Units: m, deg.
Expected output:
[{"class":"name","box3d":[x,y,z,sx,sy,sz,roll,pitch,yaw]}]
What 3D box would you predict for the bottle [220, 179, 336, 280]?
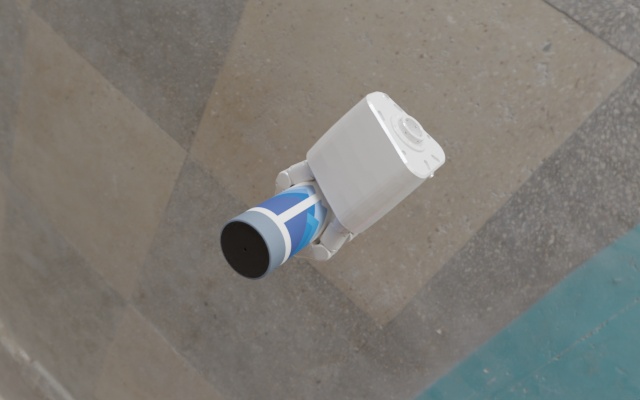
[{"class":"bottle","box3d":[0.000,0.002,0.591,0.069,0.069,0.295,0,19,33]}]
